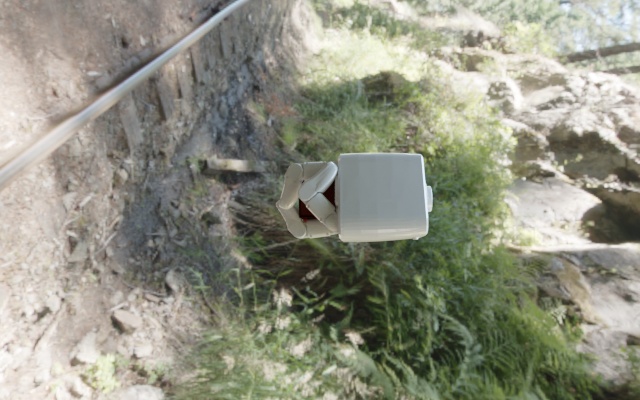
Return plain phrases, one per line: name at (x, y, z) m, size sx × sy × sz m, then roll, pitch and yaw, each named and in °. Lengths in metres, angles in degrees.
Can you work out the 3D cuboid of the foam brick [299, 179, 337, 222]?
foam brick at (0.000, 0.002, 0.662) m, size 0.051 × 0.053 × 0.078 m, roll -2°, pitch -7°, yaw 5°
